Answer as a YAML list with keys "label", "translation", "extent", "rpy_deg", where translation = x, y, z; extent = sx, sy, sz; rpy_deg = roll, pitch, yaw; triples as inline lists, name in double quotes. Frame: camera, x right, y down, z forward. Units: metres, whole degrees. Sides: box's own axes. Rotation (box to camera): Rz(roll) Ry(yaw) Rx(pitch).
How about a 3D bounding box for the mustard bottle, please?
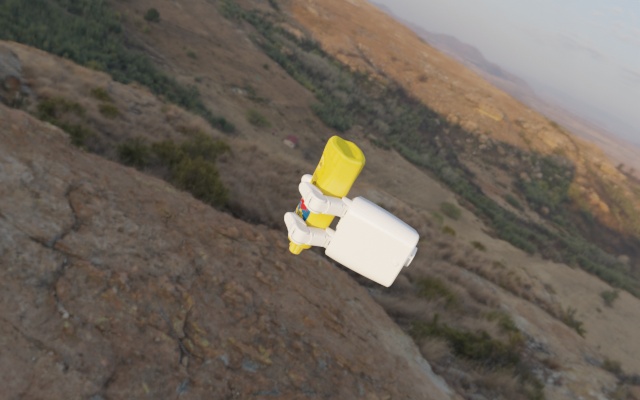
- label: "mustard bottle"
  translation: [0.000, 0.002, 0.729]
  extent: [0.058, 0.192, 0.096]
  rpy_deg: [20, 23, -16]
